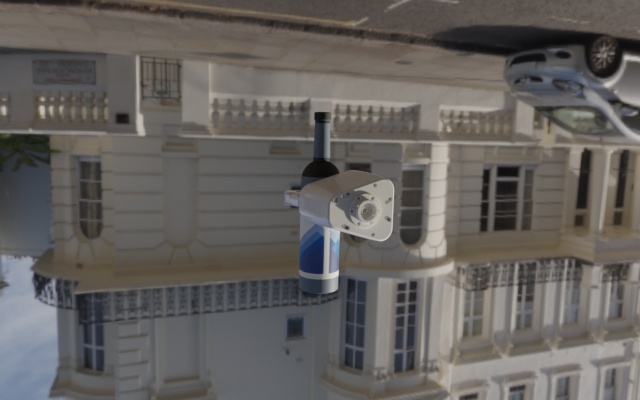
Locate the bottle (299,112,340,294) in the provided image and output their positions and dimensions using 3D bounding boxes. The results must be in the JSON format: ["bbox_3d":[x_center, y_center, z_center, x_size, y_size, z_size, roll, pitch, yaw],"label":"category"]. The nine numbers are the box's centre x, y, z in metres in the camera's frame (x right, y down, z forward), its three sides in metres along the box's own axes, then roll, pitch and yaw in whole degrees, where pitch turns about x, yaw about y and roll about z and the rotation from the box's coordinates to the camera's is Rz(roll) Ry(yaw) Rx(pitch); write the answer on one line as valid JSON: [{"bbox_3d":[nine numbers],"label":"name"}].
[{"bbox_3d":[0.000,0.003,0.795,0.069,0.296,0.069,1,7,0],"label":"bottle"}]
